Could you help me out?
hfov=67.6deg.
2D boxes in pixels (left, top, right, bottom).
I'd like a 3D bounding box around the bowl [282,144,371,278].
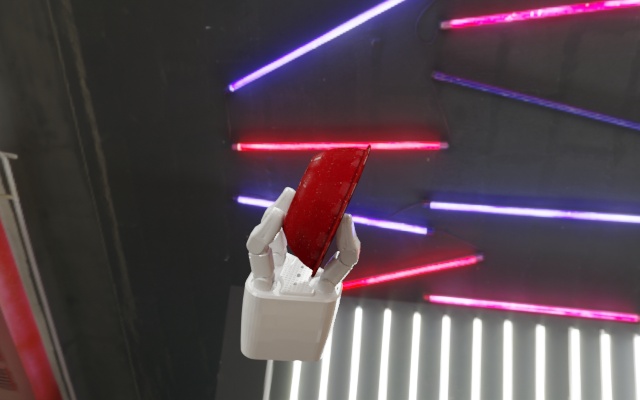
[{"bbox_3d":[0.000,0.000,0.535,0.055,0.162,0.162,24,0,1],"label":"bowl"}]
